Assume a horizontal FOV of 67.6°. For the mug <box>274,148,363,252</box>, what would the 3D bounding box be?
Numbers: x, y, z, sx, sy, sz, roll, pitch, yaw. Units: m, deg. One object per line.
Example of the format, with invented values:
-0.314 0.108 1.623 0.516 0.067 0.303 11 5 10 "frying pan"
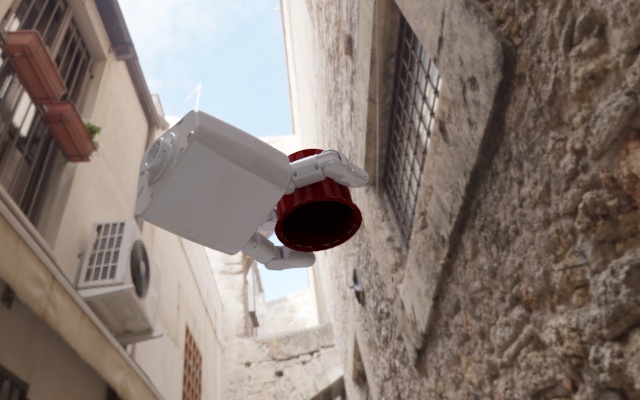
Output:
0.001 0.002 0.533 0.093 0.081 0.117 -37 -46 27 "mug"
